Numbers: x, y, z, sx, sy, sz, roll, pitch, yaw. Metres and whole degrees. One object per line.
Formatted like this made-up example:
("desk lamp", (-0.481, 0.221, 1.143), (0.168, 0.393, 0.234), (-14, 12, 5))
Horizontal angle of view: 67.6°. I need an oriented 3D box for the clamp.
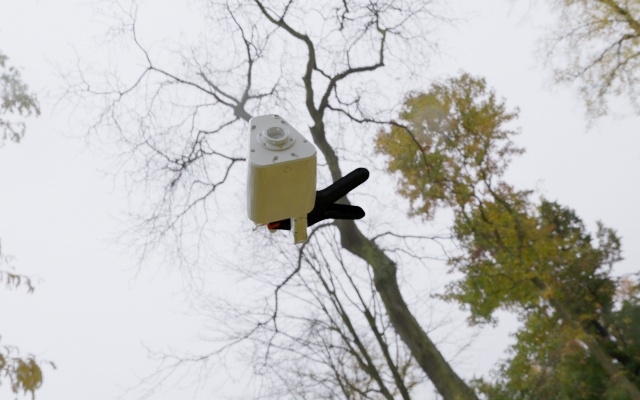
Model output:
("clamp", (0.000, 0.002, 0.732), (0.171, 0.120, 0.039), (-12, 49, -18))
